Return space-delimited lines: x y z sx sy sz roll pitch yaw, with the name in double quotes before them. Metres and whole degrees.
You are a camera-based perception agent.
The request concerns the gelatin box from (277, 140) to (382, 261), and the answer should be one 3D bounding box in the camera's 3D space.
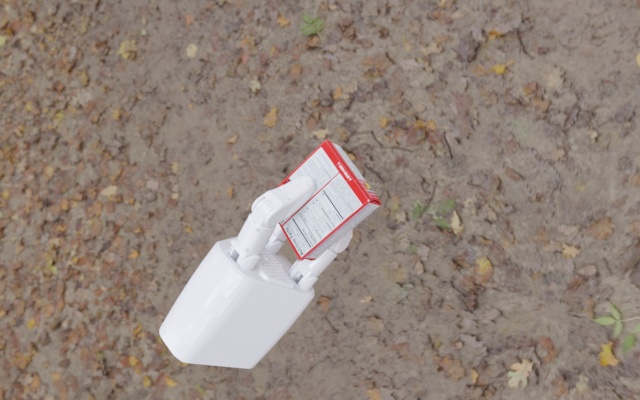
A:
"gelatin box" 0.000 0.001 0.440 0.089 0.073 0.030 -43 -25 20
